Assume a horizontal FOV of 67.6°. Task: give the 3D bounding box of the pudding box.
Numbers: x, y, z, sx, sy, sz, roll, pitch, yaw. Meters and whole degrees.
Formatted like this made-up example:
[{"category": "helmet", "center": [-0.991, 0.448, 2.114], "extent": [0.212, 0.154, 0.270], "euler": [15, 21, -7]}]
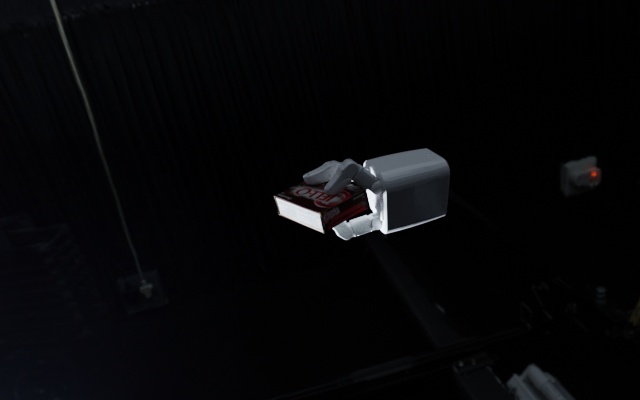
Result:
[{"category": "pudding box", "center": [0.000, 0.002, 0.715], "extent": [0.090, 0.039, 0.113], "euler": [-27, 27, -33]}]
